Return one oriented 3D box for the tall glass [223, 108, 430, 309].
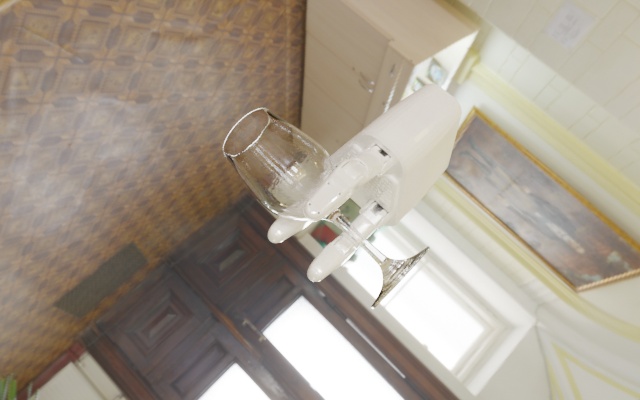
[{"bbox_3d":[0.000,0.002,0.440,0.201,0.079,0.079,43,10,11],"label":"tall glass"}]
